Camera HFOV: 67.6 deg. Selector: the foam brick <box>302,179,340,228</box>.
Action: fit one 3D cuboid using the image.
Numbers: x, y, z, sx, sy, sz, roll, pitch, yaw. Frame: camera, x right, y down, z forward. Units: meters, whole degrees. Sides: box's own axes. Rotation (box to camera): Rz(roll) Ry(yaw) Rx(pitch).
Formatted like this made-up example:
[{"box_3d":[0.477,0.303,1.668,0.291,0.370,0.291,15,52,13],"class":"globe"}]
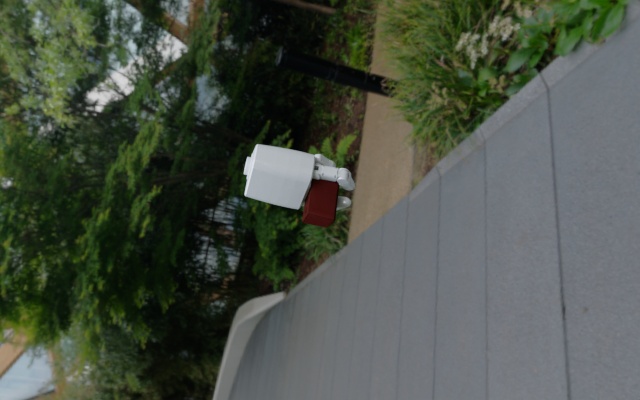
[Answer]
[{"box_3d":[0.000,0.003,0.864,0.051,0.078,0.053,12,-23,-12],"class":"foam brick"}]
